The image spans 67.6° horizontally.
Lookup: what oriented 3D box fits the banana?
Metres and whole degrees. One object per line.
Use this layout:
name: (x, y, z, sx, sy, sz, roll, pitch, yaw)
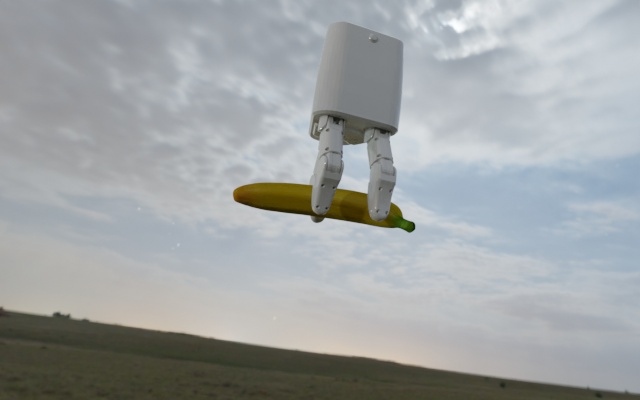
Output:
banana: (0.005, 0.003, 0.533, 0.198, 0.037, 0.069, 8, 0, 5)
